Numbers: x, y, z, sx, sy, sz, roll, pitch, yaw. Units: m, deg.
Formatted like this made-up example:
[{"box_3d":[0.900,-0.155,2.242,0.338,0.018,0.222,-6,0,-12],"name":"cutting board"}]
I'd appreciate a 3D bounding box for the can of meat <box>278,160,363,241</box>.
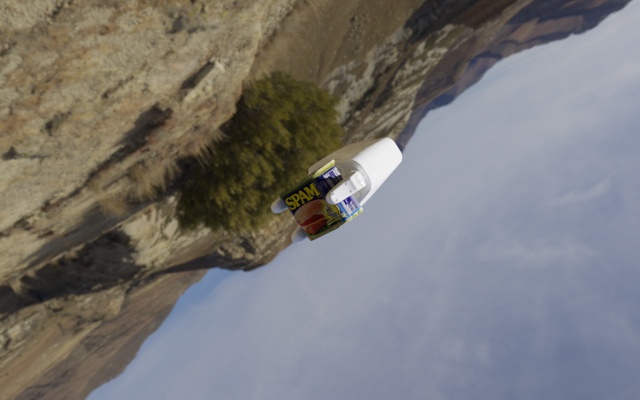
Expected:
[{"box_3d":[0.000,0.003,0.693,0.102,0.084,0.057,-29,6,44],"name":"can of meat"}]
